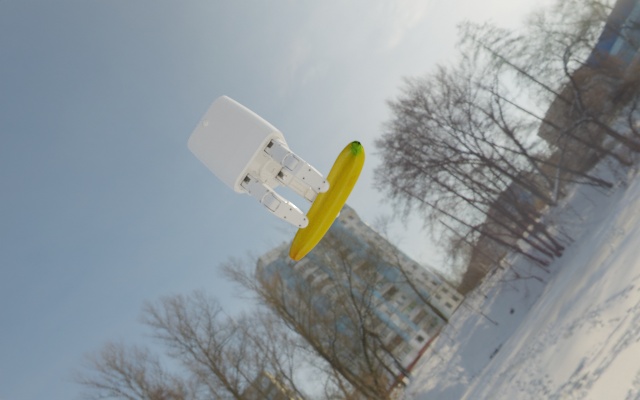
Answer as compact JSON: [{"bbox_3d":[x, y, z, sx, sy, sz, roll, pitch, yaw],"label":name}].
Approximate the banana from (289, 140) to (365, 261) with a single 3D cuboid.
[{"bbox_3d":[0.011,-0.005,0.629,0.037,0.198,0.069,37,31,18],"label":"banana"}]
